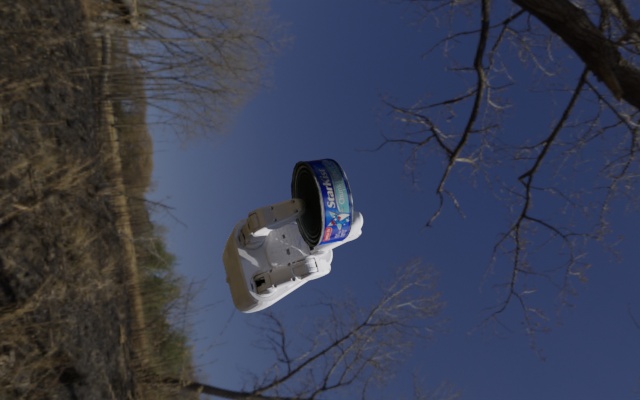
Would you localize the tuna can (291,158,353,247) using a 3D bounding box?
[{"bbox_3d":[0.001,0.001,0.475,0.034,0.086,0.086,-9,3,-20],"label":"tuna can"}]
